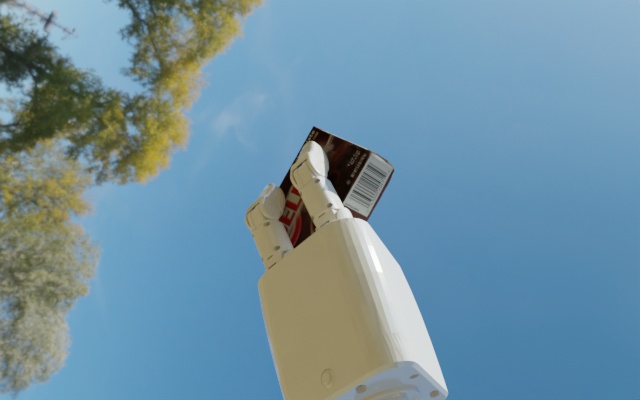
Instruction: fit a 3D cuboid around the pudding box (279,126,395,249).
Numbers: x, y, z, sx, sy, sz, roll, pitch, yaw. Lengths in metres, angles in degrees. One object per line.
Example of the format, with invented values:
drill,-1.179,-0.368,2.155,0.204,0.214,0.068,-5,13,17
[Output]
pudding box,0.000,0.001,0.407,0.039,0.113,0.090,30,2,-39
